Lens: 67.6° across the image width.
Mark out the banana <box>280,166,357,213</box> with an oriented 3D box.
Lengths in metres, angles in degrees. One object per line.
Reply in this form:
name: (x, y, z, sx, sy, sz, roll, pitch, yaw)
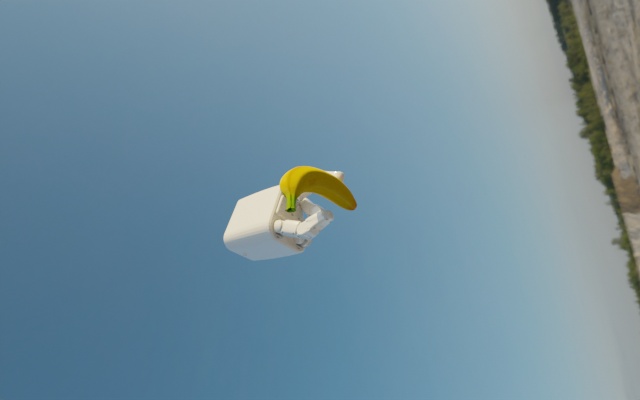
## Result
banana: (-0.005, -0.016, 0.702, 0.037, 0.069, 0.198, -15, -7, 30)
